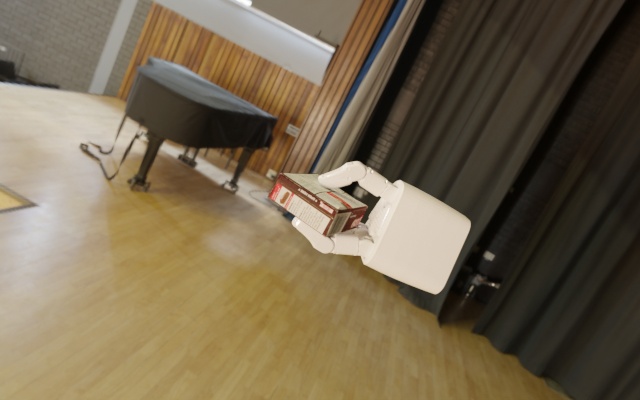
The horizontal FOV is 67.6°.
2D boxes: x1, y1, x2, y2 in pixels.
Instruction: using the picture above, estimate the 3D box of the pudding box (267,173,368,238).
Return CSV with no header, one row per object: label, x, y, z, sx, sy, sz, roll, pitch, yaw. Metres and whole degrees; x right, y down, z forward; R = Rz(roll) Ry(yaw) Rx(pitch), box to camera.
pudding box,0.000,0.002,0.601,0.090,0.039,0.113,33,13,18
